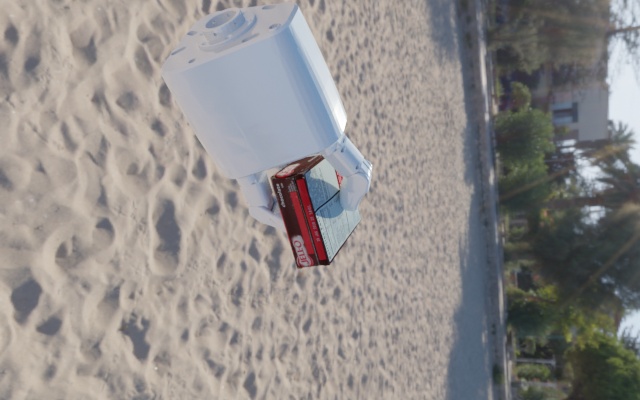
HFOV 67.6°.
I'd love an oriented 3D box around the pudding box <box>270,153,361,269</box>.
[{"bbox_3d":[0.000,0.001,0.466,0.039,0.090,0.113,-7,17,25],"label":"pudding box"}]
